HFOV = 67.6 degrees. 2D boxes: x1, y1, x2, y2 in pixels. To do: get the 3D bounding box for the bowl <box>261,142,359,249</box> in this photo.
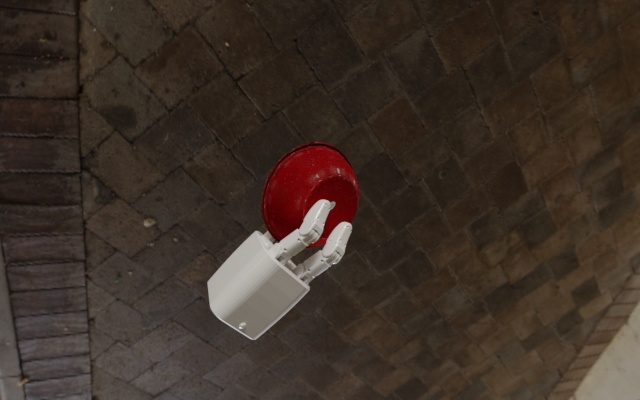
[{"bbox_3d":[0.001,0.001,0.673,0.162,0.162,0.055,0,17,-36],"label":"bowl"}]
